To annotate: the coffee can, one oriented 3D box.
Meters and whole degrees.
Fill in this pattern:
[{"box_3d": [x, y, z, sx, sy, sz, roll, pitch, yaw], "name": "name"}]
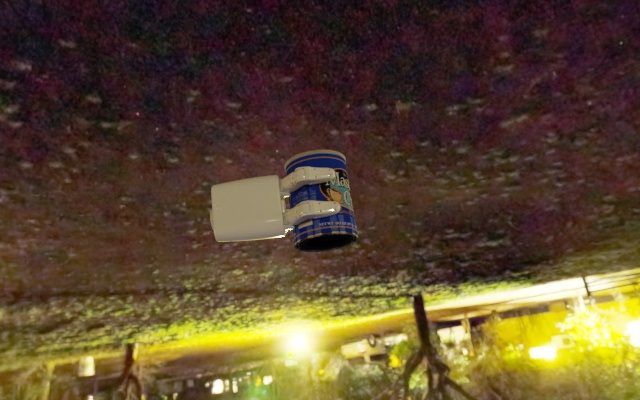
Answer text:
[{"box_3d": [0.000, 0.002, 0.774, 0.103, 0.140, 0.103, -7, -20, -3], "name": "coffee can"}]
